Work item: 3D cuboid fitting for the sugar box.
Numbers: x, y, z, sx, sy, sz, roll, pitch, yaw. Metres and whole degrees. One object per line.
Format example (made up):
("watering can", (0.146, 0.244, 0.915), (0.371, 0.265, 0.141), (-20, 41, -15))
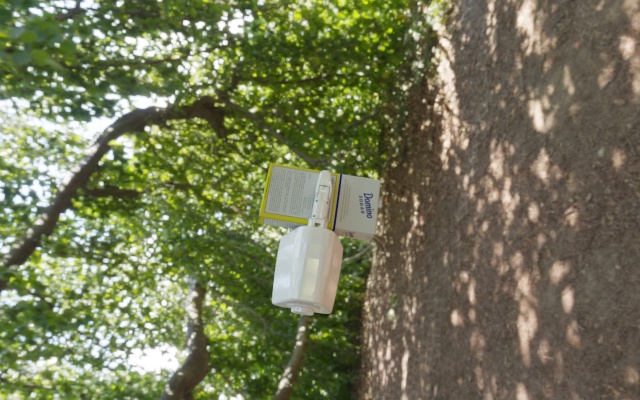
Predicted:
("sugar box", (0.000, 0.003, 0.740), (0.176, 0.093, 0.048), (11, -20, -4))
